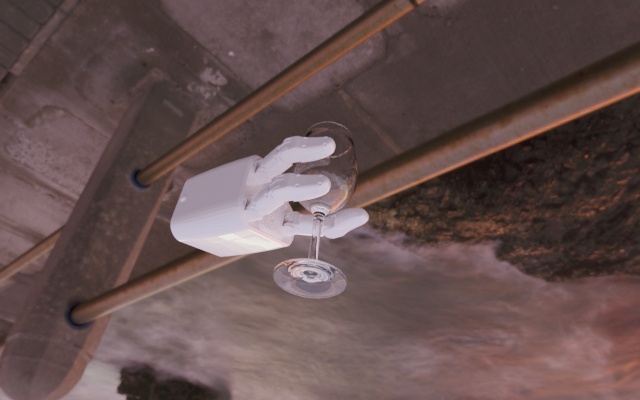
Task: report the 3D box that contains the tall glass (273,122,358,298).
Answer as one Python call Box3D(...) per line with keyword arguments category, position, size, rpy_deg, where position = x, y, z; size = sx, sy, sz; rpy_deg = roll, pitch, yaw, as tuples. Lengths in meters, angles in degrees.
Box3D(category="tall glass", position=(0.000, 0.002, 0.533), size=(0.079, 0.200, 0.079), rpy_deg=(5, -38, 4))
